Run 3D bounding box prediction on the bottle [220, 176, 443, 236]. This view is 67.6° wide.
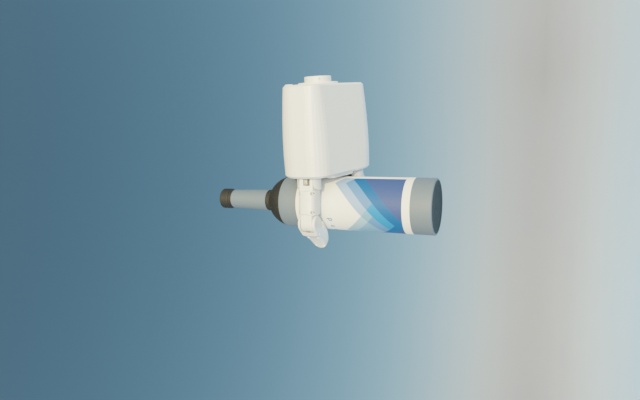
[{"bbox_3d":[0.000,0.002,0.608,0.295,0.069,0.069,2,1,25],"label":"bottle"}]
